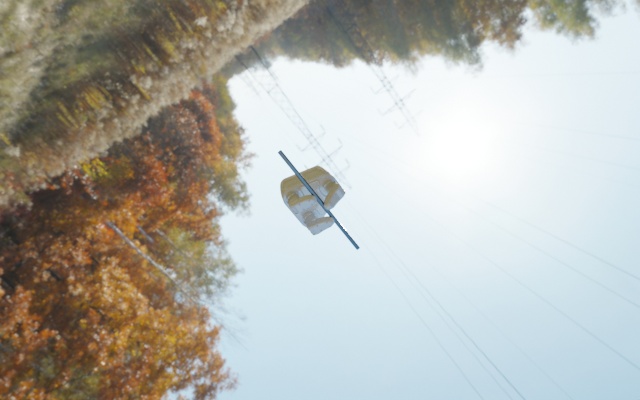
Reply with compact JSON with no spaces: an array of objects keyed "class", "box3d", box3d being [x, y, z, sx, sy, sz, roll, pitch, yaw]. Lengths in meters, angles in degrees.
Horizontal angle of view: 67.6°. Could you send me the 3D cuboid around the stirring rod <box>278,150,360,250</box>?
[{"class":"stirring rod","box3d":[0.000,0.003,0.870,0.011,0.239,0.011,-34,19,14]}]
